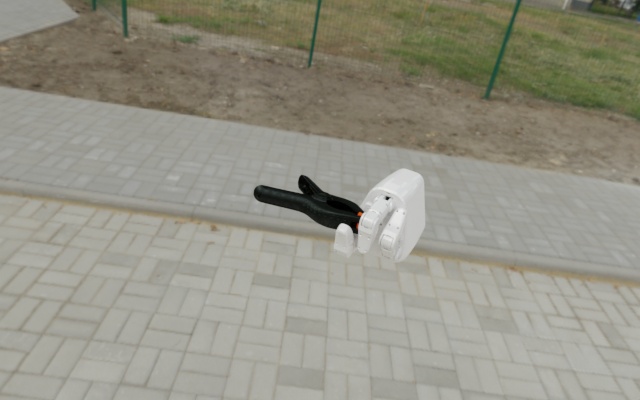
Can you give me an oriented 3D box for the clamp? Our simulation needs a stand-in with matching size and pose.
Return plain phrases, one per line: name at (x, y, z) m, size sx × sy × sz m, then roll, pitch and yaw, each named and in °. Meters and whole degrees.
clamp at (0.000, 0.002, 0.709) m, size 0.171 × 0.039 × 0.120 m, roll 23°, pitch 30°, yaw 20°
